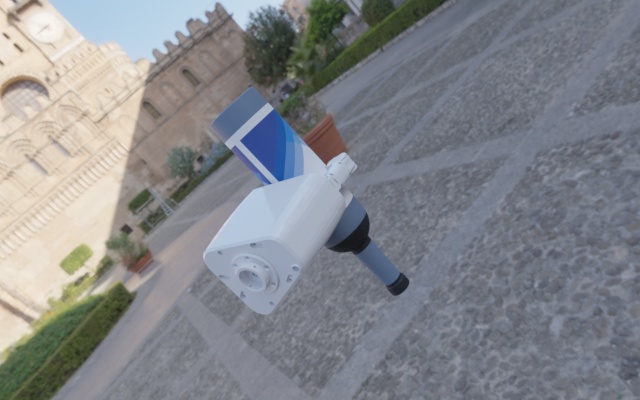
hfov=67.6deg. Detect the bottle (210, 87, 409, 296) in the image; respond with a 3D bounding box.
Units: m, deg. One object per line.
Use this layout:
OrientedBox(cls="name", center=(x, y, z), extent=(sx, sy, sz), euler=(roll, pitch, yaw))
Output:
OrientedBox(cls="bottle", center=(0.000, 0.002, 0.556), extent=(0.069, 0.296, 0.069), euler=(-41, 12, 10))
